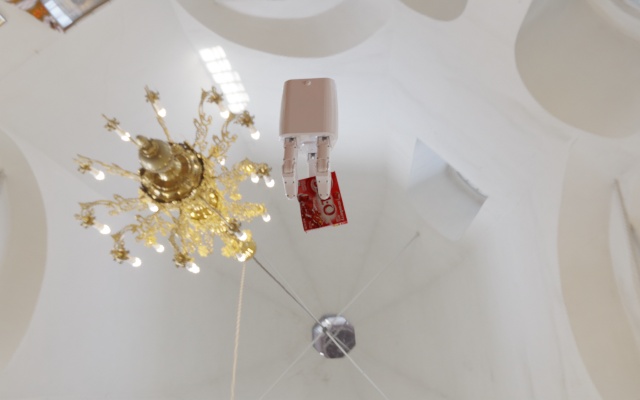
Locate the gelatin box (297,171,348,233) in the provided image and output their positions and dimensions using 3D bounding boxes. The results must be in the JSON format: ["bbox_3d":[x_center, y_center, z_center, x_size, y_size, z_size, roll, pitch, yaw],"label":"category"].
[{"bbox_3d":[0.000,0.003,0.789,0.073,0.089,0.030,-13,-12,2],"label":"gelatin box"}]
